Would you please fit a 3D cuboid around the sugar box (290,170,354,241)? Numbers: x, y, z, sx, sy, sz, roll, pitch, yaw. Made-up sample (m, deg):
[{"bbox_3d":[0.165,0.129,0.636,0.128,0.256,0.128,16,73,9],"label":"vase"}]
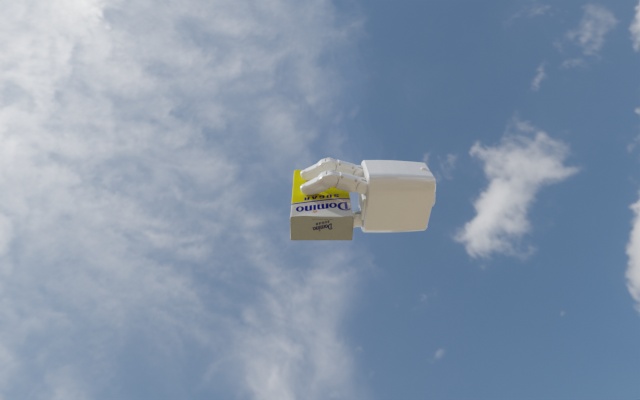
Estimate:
[{"bbox_3d":[0.000,0.002,0.760,0.093,0.048,0.176,0,24,-2],"label":"sugar box"}]
